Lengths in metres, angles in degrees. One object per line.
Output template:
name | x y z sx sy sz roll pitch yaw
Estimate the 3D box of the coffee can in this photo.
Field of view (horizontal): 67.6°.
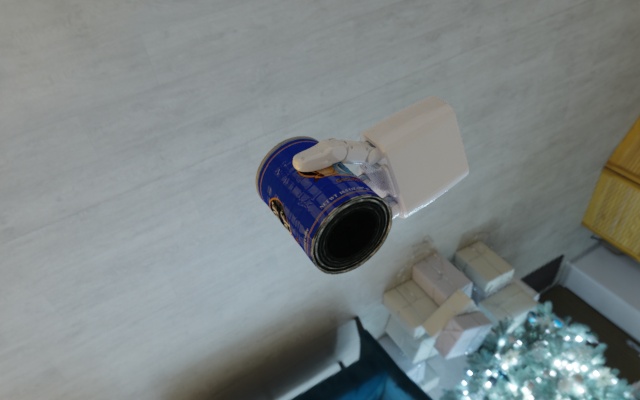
coffee can | 0.000 0.002 0.551 0.103 0.103 0.140 0 32 -36
